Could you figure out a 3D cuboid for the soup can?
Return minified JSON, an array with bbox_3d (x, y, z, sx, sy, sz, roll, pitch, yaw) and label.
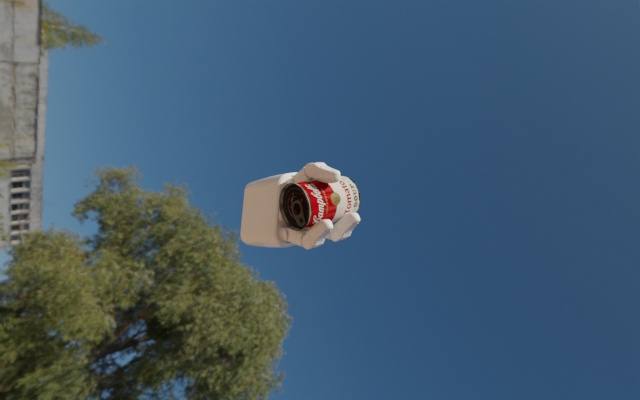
[{"bbox_3d":[0.001,0.002,0.697,0.102,0.068,0.068,-11,7,-41],"label":"soup can"}]
